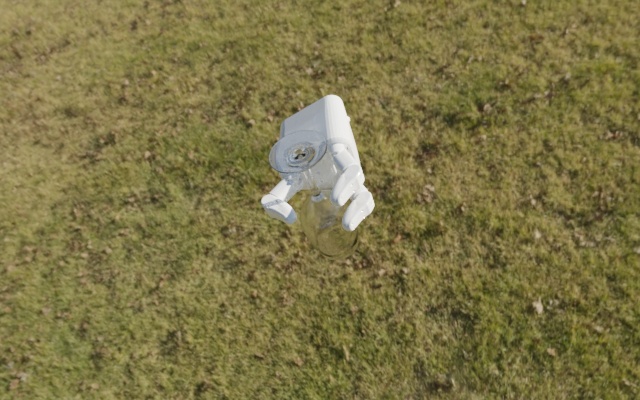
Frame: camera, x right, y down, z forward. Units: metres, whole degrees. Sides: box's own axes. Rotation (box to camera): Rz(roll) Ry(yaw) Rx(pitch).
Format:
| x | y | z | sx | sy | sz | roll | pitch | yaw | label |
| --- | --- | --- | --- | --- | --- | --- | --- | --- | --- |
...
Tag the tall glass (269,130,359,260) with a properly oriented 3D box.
| x | y | z | sx | sy | sz | roll | pitch | yaw | label |
| --- | --- | --- | --- | --- | --- | --- | --- | --- | --- |
| 0.000 | 0.002 | 0.648 | 0.079 | 0.079 | 0.201 | 0 | -39 | 21 | tall glass |
